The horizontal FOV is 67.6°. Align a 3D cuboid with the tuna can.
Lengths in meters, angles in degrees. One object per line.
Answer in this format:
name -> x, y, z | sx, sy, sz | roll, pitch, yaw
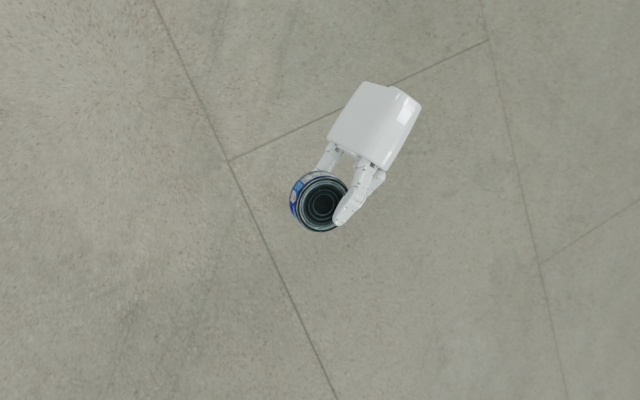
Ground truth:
tuna can -> 0.000, 0.002, 0.686 | 0.086, 0.086, 0.033 | 0, 17, -20
